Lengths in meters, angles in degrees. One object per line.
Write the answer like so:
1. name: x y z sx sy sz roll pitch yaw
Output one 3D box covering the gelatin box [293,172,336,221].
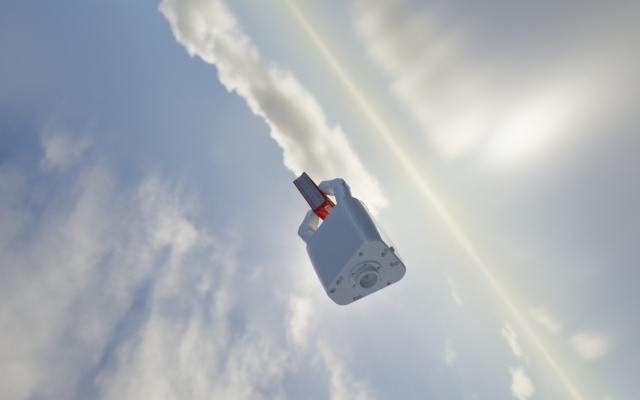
1. gelatin box: 0.000 0.003 0.784 0.073 0.030 0.089 46 5 -46
